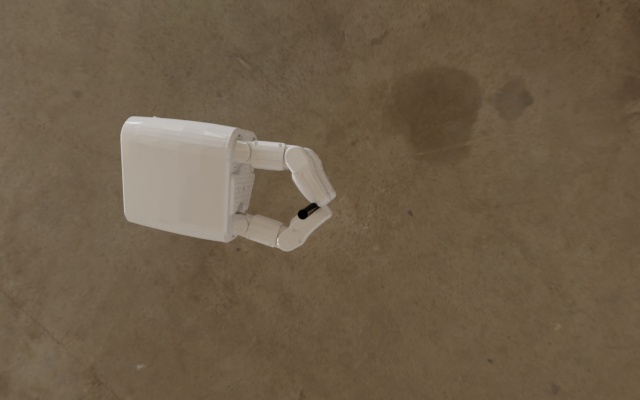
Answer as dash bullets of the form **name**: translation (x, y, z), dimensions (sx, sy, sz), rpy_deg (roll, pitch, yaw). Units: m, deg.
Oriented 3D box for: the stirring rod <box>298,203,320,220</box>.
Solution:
- **stirring rod**: translation (0.000, 0.002, 0.482), dimensions (0.011, 0.011, 0.239), rpy_deg (0, 4, 7)
